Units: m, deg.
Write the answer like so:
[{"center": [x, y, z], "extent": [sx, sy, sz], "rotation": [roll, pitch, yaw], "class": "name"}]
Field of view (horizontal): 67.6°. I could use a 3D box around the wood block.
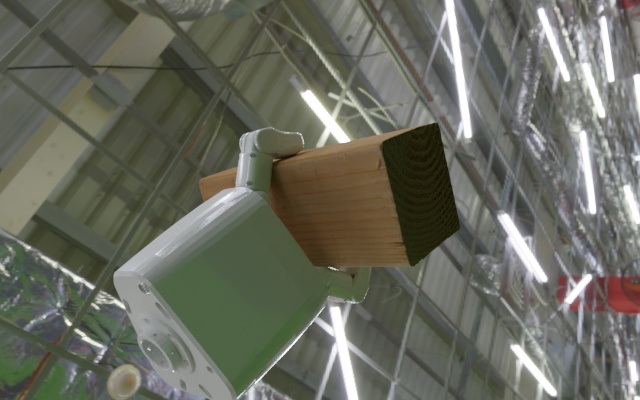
[{"center": [0.000, 0.001, 0.415], "extent": [0.206, 0.091, 0.090], "rotation": [-6, 12, 41], "class": "wood block"}]
